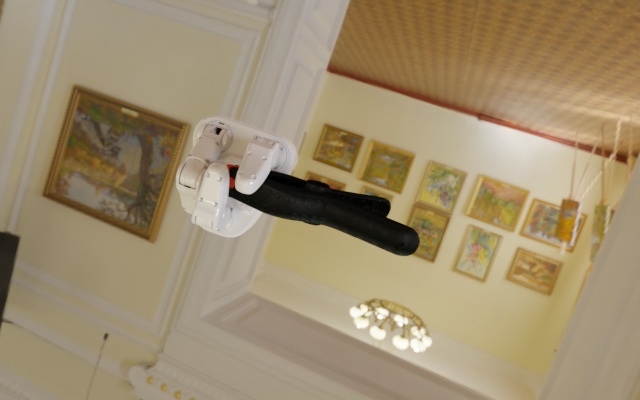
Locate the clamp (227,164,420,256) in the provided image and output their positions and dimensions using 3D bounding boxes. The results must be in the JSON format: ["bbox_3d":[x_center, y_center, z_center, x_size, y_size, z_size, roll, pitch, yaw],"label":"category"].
[{"bbox_3d":[0.000,0.002,0.432,0.171,0.039,0.120,19,6,0],"label":"clamp"}]
